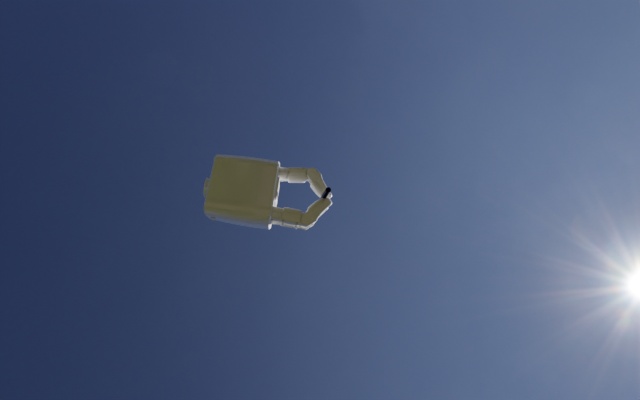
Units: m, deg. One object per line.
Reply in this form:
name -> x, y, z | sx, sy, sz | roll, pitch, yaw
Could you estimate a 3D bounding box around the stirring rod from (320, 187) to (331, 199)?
stirring rod -> 0.000, 0.003, 0.822 | 0.011, 0.011, 0.239 | 0, -9, -6
